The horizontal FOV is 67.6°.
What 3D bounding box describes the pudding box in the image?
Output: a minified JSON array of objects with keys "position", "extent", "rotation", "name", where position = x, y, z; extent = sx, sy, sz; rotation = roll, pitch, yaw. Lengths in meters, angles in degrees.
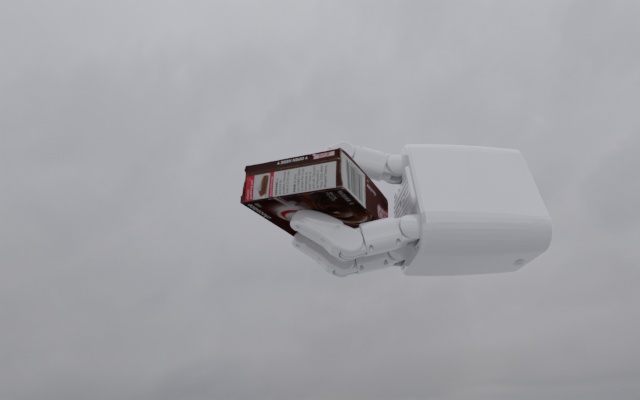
[{"position":[0.000,0.001,0.411],"extent":[0.090,0.039,0.113],"rotation":[-9,-27,24],"name":"pudding box"}]
